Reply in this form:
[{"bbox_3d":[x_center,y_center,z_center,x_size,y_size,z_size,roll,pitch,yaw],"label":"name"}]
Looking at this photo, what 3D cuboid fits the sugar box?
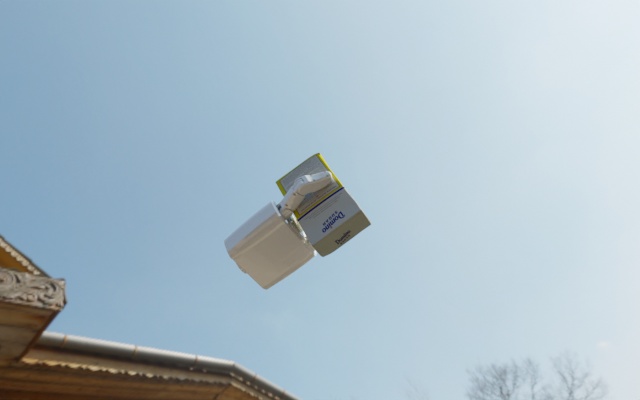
[{"bbox_3d":[0.000,0.003,0.770,0.093,0.176,0.048,-36,-45,3],"label":"sugar box"}]
